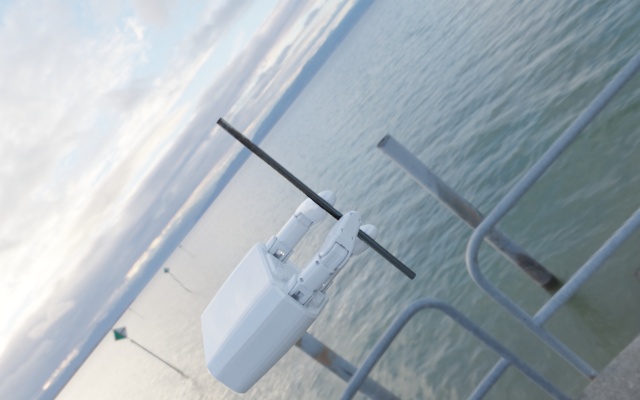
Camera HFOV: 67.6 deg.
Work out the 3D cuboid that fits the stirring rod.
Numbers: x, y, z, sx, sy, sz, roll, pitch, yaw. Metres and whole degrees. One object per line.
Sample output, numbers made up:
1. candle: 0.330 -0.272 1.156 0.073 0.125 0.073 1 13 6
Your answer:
1. stirring rod: 0.000 0.002 0.453 0.239 0.011 0.011 39 -8 -10
